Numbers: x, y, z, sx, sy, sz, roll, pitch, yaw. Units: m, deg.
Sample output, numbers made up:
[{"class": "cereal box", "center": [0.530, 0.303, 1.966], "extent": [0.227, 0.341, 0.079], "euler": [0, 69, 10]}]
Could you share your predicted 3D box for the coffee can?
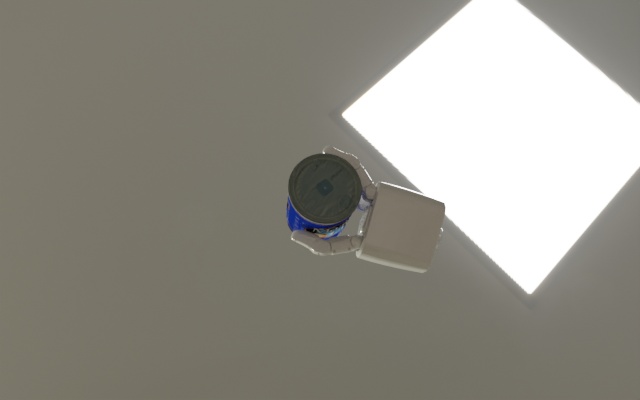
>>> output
[{"class": "coffee can", "center": [0.000, 0.002, 0.722], "extent": [0.103, 0.102, 0.140], "euler": [0, -17, -6]}]
